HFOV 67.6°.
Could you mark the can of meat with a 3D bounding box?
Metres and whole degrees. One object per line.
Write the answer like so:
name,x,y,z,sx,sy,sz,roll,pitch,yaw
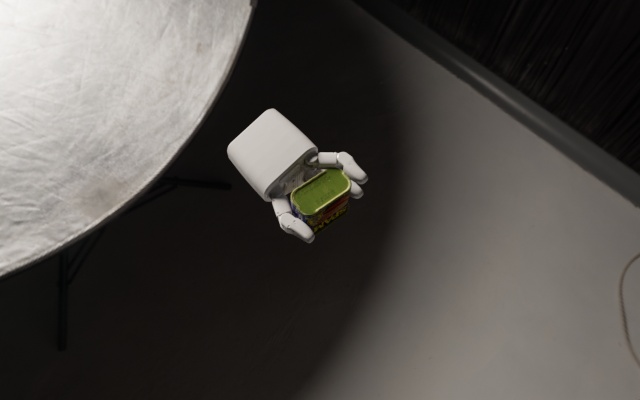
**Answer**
can of meat,0.000,0.002,0.758,0.102,0.057,0.084,-34,-21,-18
